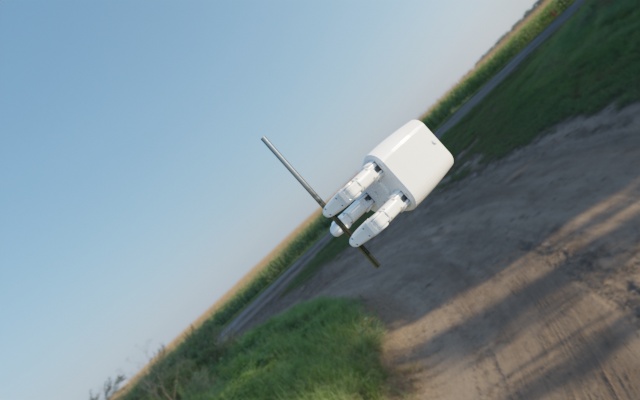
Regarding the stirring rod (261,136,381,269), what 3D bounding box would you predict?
[{"bbox_3d":[0.000,0.002,0.662,0.011,0.239,0.011,-42,-1,-1],"label":"stirring rod"}]
